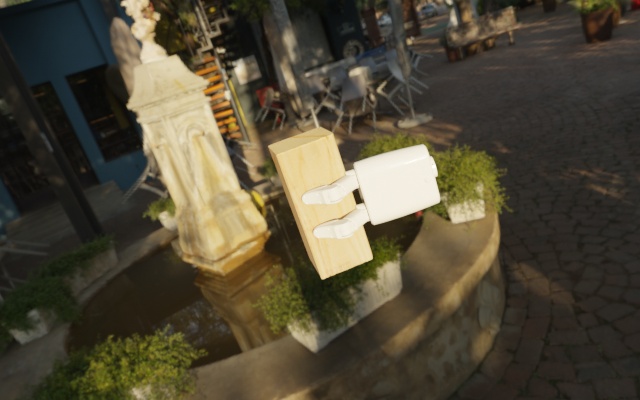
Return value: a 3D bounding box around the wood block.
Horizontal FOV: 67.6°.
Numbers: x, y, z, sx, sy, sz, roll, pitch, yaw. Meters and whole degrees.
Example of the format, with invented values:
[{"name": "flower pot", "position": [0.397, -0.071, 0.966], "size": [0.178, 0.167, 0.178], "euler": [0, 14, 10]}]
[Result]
[{"name": "wood block", "position": [0.000, 0.002, 0.740], "size": [0.090, 0.206, 0.090], "euler": [-21, 18, -7]}]
